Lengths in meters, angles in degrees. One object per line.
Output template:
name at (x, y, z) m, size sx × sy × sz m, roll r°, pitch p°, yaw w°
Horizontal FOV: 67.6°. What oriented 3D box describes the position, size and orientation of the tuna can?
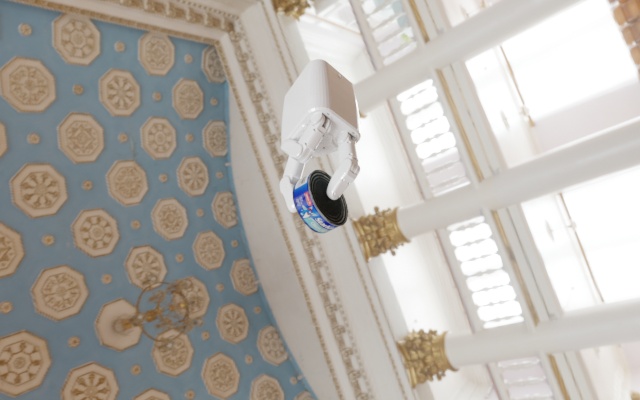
tuna can at (0.000, 0.002, 0.670) m, size 0.034 × 0.086 × 0.086 m, roll -28°, pitch -15°, yaw 30°
